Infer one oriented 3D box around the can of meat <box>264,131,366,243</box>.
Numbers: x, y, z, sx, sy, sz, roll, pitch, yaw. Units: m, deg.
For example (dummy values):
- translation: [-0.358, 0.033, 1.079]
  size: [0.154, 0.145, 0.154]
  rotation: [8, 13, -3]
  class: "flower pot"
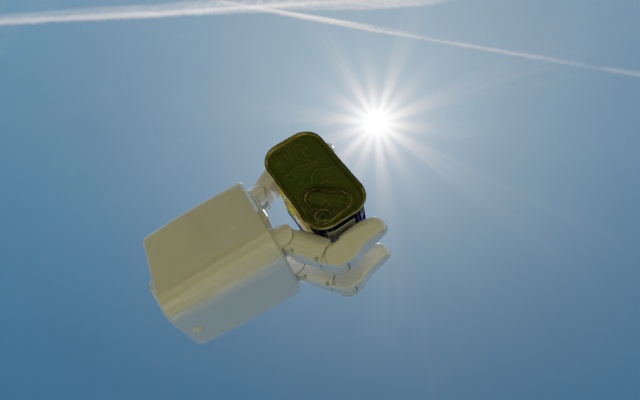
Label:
- translation: [0.000, 0.002, 0.439]
  size: [0.057, 0.102, 0.084]
  rotation: [-32, -32, -10]
  class: "can of meat"
